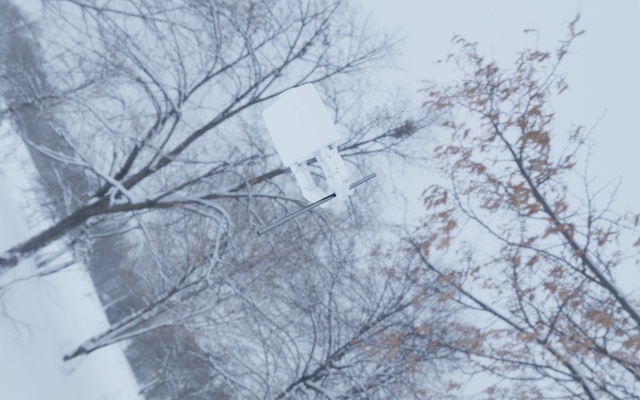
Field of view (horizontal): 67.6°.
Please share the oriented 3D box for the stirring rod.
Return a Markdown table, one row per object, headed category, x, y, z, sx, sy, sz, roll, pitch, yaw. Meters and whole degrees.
| category | x | y | z | sx | sy | sz | roll | pitch | yaw |
| --- | --- | --- | --- | --- | --- | --- | --- | --- | --- |
| stirring rod | 0.000 | 0.003 | 0.793 | 0.239 | 0.011 | 0.011 | -27 | 12 | -26 |
